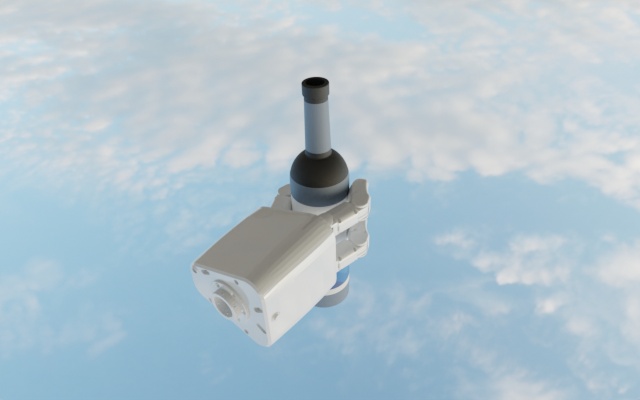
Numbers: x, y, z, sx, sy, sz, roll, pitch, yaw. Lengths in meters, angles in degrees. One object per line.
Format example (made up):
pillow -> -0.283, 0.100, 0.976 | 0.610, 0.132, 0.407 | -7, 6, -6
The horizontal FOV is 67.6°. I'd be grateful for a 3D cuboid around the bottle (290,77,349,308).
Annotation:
bottle -> 0.000, 0.002, 0.552 | 0.069, 0.296, 0.069 | -2, 38, 1
